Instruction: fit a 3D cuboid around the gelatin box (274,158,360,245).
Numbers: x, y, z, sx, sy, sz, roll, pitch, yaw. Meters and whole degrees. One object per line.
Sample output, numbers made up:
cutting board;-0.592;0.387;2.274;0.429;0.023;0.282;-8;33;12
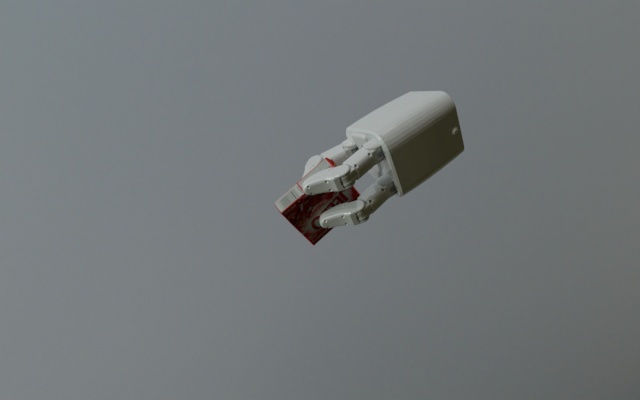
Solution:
gelatin box;0.000;0.002;0.591;0.073;0.089;0.030;48;2;-38
